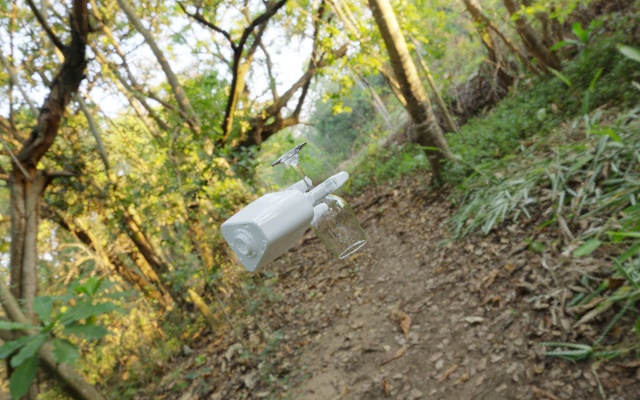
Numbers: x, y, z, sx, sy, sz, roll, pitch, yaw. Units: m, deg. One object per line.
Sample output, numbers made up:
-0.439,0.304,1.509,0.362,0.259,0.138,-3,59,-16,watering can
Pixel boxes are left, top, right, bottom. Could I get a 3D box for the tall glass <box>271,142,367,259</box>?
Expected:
0.000,0.002,0.827,0.079,0.201,0.079,-34,1,1,tall glass
